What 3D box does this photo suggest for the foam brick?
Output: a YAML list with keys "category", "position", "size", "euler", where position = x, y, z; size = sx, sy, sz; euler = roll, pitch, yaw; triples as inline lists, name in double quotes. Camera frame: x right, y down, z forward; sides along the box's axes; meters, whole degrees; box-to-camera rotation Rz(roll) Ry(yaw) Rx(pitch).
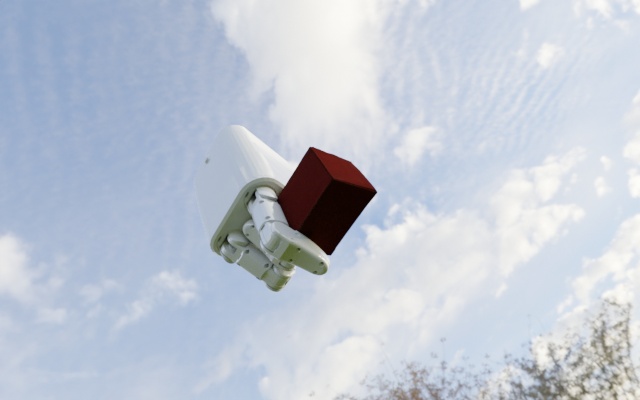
- category: "foam brick"
  position: [0.000, 0.001, 0.423]
  size: [0.053, 0.078, 0.051]
  euler: [17, 29, -38]
